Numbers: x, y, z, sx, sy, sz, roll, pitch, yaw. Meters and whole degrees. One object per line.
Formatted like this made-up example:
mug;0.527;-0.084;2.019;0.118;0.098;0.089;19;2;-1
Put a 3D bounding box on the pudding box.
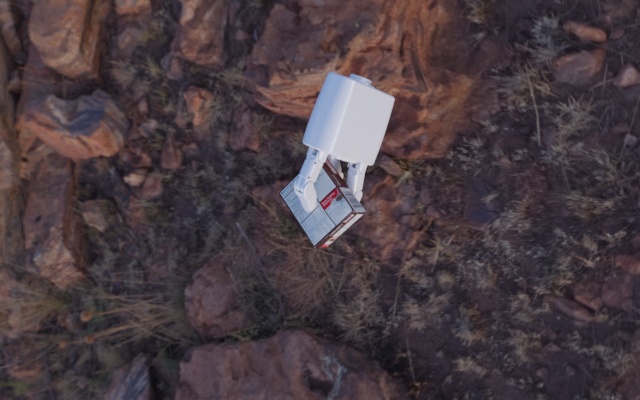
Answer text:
pudding box;0.000;0.002;0.725;0.090;0.113;0.039;-44;-25;23
